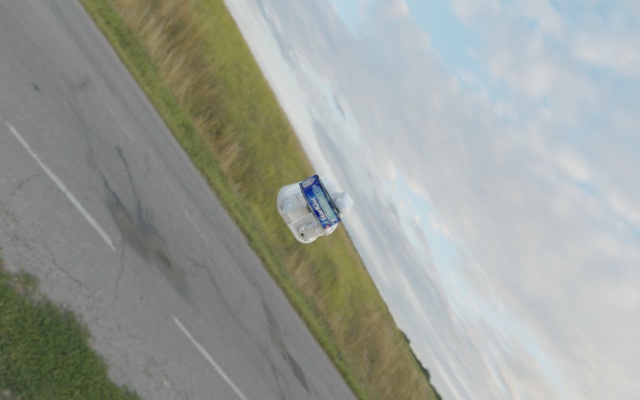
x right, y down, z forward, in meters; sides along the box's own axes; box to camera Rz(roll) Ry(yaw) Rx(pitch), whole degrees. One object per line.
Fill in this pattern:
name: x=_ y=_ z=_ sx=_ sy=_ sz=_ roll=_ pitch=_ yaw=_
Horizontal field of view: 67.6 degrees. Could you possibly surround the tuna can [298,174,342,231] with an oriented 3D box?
tuna can: x=0.001 y=0.002 z=0.754 sx=0.034 sy=0.086 sz=0.086 roll=-28 pitch=-2 yaw=3
